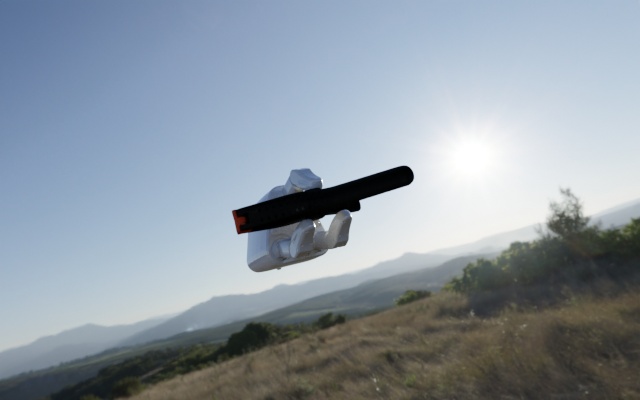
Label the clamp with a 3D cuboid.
[{"bbox_3d":[-0.001,0.001,0.581,0.210,0.036,0.164,-11,-10,-29],"label":"clamp"}]
